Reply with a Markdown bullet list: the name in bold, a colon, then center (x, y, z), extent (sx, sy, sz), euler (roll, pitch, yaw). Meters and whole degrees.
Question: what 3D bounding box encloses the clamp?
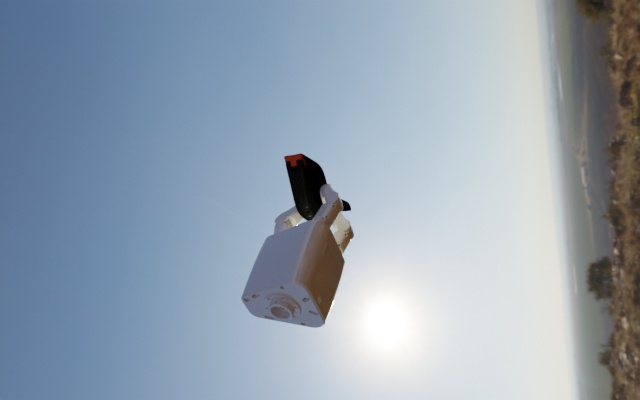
- **clamp**: center (-0.001, 0.002, 0.748), extent (0.036, 0.210, 0.164), euler (-8, 37, 22)
